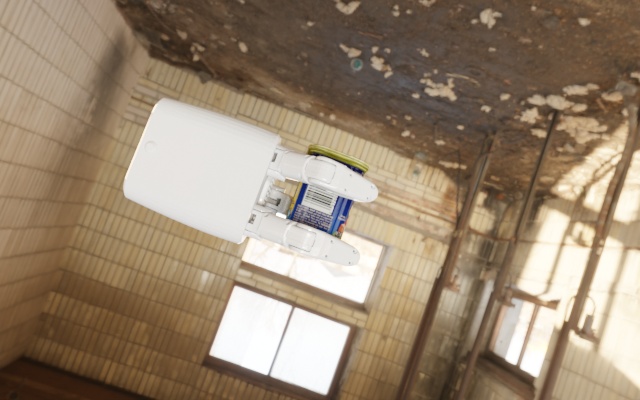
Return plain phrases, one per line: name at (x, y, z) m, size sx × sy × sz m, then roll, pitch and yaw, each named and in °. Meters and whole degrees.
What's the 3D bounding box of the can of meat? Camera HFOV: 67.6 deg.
can of meat at (0.000, 0.002, 0.446) m, size 0.057 × 0.084 × 0.102 m, roll 21°, pitch -5°, yaw -4°
